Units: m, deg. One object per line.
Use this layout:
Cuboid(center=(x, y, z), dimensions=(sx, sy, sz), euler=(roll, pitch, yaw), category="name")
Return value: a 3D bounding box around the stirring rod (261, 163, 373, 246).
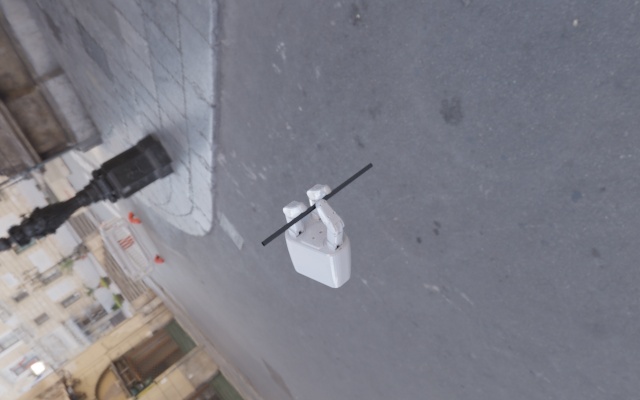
Cuboid(center=(0.000, 0.003, 0.782), dimensions=(0.239, 0.011, 0.011), euler=(-36, 17, -24), category="stirring rod")
